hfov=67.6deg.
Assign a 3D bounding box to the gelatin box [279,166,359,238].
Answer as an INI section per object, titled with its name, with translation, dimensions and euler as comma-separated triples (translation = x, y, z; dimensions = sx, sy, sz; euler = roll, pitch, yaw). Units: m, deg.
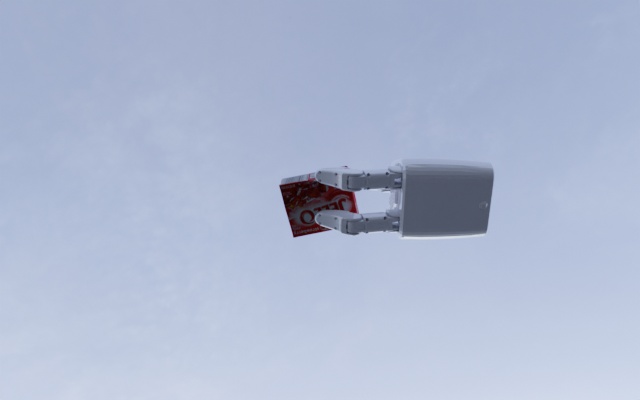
[gelatin box]
translation = 0.000, 0.002, 0.600
dimensions = 0.089, 0.073, 0.030
euler = -11, 20, 9
